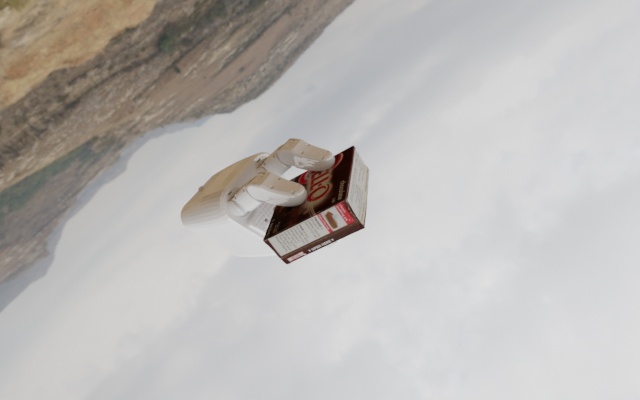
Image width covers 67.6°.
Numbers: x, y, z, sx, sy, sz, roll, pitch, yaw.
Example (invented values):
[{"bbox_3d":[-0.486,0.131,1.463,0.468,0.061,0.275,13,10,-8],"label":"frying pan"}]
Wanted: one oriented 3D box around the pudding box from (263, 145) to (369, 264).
[{"bbox_3d":[0.000,0.002,0.465,0.090,0.039,0.113,-28,25,22],"label":"pudding box"}]
